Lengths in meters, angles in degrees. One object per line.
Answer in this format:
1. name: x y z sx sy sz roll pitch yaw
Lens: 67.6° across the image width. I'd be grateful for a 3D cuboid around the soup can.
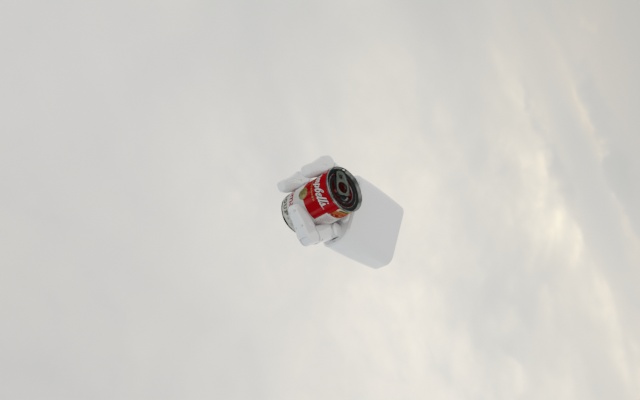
1. soup can: 0.000 0.002 0.685 0.068 0.068 0.102 0 -21 -46
